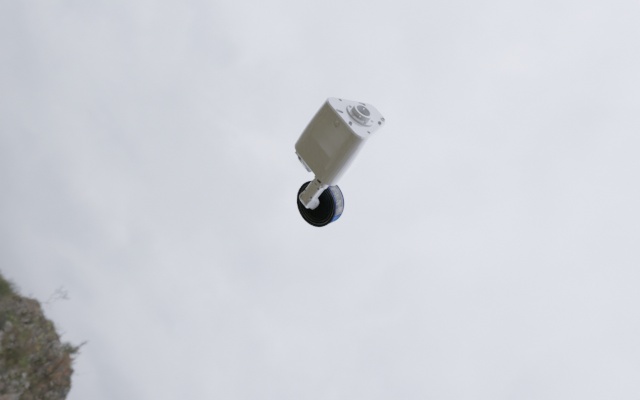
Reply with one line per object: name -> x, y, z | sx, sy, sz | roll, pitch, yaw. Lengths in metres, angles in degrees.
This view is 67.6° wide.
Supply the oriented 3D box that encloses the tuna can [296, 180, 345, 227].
tuna can -> 0.000, 0.003, 0.856 | 0.086, 0.086, 0.033 | 0, 13, 37
